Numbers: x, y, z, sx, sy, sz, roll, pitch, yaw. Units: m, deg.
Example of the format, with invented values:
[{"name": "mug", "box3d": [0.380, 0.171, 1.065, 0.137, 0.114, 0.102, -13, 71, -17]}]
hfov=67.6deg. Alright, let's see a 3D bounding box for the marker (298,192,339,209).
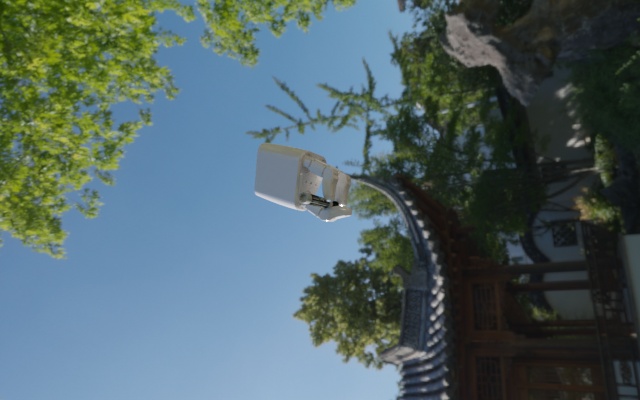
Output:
[{"name": "marker", "box3d": [0.000, 0.003, 0.836, 0.020, 0.020, 0.121, 0, -8, 29]}]
